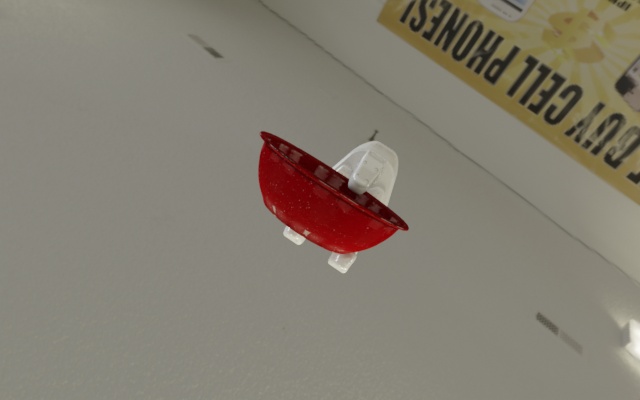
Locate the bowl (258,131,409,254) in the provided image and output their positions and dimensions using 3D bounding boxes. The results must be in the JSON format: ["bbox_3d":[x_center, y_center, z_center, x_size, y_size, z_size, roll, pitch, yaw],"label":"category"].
[{"bbox_3d":[-0.001,0.002,0.443,0.162,0.055,0.162,33,8,-5],"label":"bowl"}]
